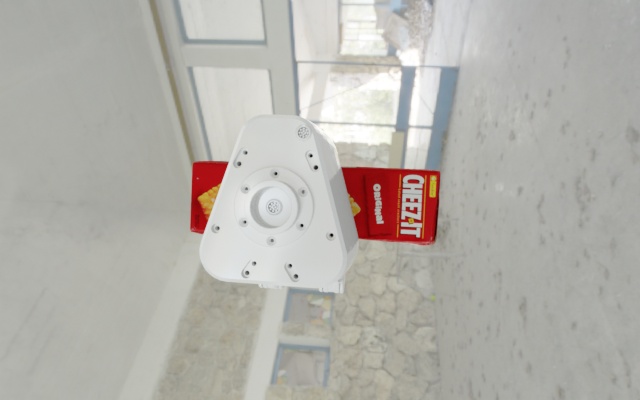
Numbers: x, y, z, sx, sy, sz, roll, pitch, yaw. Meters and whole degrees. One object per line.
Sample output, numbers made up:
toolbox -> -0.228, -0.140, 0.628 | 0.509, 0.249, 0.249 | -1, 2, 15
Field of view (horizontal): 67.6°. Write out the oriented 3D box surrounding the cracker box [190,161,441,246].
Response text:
cracker box -> 0.000, 0.001, 0.483 | 0.213, 0.072, 0.164 | 3, 1, 6
